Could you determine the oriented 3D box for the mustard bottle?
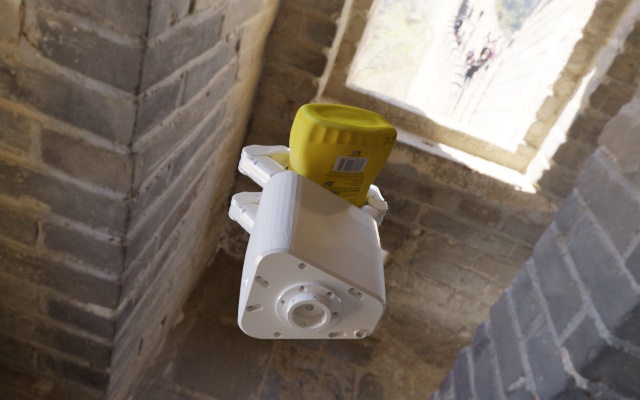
[{"bbox_3d":[0.000,0.001,0.478,0.096,0.192,0.058,0,36,-30],"label":"mustard bottle"}]
